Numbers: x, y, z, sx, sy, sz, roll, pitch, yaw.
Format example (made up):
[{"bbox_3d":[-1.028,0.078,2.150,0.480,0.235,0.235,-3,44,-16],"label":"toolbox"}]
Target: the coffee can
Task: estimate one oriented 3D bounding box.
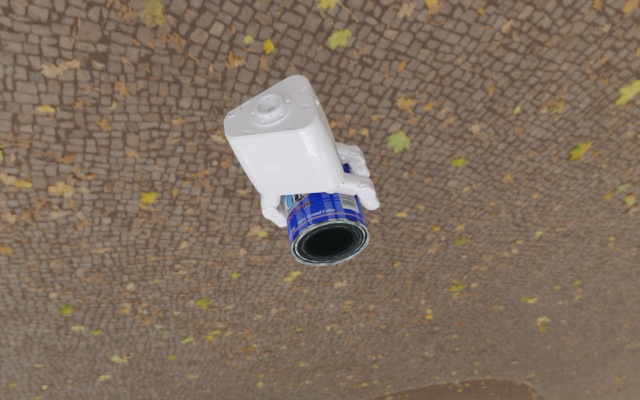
[{"bbox_3d":[0.000,0.002,0.646,0.103,0.140,0.103,-9,-37,-7],"label":"coffee can"}]
